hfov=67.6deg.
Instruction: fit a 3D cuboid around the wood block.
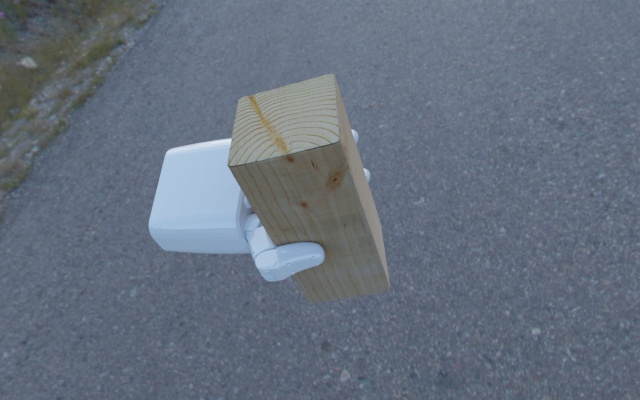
[{"bbox_3d":[0.000,0.002,0.450,0.090,0.090,0.206,-12,-44,12],"label":"wood block"}]
